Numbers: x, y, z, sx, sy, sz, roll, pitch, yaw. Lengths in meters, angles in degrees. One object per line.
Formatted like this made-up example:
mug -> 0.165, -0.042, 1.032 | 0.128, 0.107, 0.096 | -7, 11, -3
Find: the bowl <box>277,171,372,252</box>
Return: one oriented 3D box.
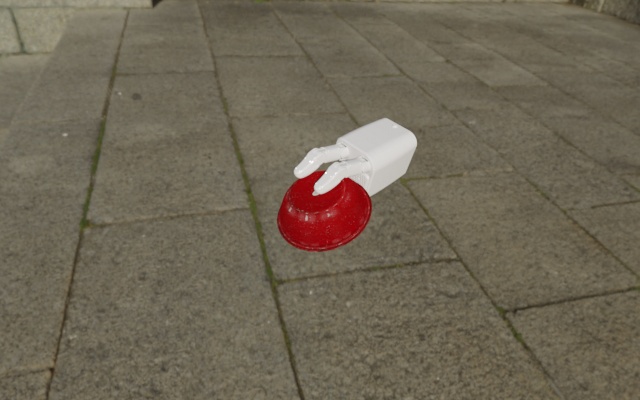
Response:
bowl -> -0.001, 0.003, 0.774 | 0.162, 0.162, 0.055 | 0, -40, 17
